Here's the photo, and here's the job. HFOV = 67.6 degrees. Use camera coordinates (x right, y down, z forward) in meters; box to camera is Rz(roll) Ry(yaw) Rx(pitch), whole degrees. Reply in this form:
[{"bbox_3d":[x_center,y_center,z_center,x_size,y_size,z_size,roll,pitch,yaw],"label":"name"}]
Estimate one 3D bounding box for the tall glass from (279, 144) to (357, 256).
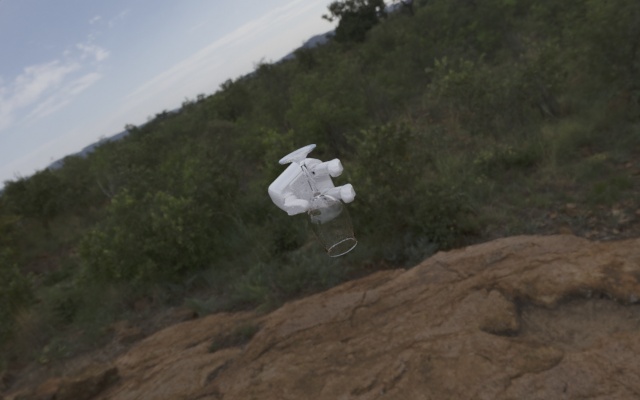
[{"bbox_3d":[0.000,0.002,0.879,0.079,0.201,0.079,-24,15,7],"label":"tall glass"}]
